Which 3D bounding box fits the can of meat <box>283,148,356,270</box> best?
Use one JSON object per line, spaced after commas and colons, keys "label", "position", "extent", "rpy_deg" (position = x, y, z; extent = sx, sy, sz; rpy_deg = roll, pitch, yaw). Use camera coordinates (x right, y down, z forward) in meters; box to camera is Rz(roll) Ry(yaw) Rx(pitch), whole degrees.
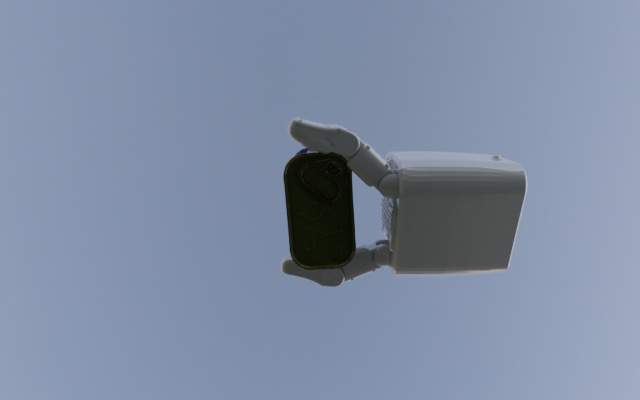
{"label": "can of meat", "position": [0.000, 0.001, 0.443], "extent": [0.057, 0.102, 0.084], "rpy_deg": [-4, 12, 1]}
